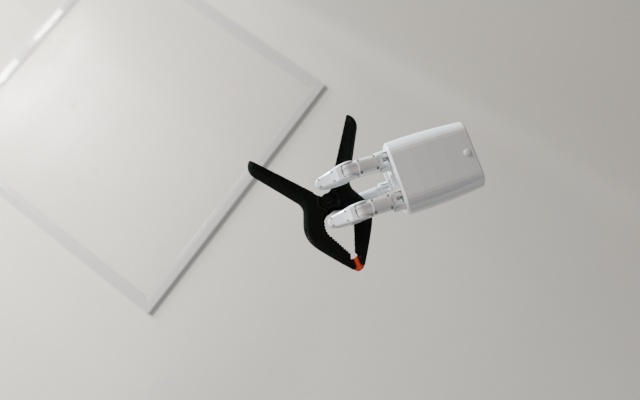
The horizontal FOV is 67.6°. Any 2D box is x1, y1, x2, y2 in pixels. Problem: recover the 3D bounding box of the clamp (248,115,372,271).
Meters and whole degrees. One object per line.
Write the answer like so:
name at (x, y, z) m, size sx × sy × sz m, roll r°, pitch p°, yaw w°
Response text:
clamp at (0.001, 0.003, 0.654) m, size 0.164 × 0.210 × 0.036 m, roll -19°, pitch -11°, yaw 2°
